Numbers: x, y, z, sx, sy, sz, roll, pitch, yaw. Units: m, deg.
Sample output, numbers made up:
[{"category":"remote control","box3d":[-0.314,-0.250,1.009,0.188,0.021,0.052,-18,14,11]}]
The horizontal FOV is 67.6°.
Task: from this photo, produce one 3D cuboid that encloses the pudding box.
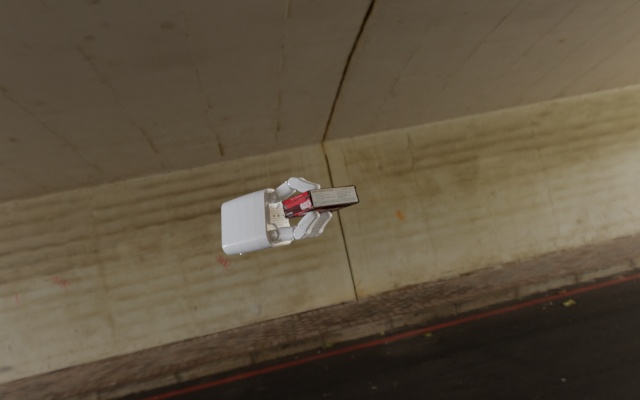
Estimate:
[{"category":"pudding box","box3d":[0.000,0.003,0.875,0.113,0.039,0.090,-9,-6,-39]}]
